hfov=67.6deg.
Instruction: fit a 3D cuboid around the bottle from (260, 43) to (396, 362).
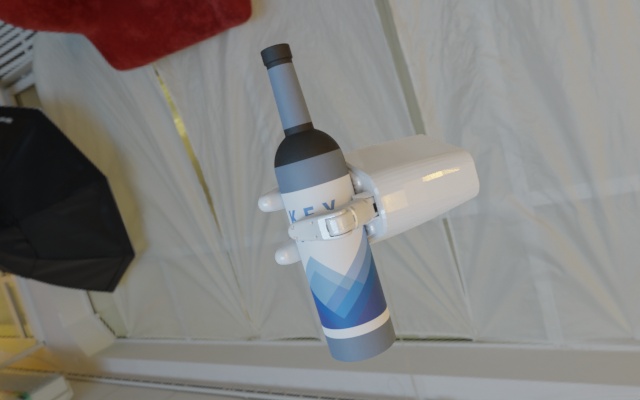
[{"bbox_3d":[0.000,0.002,0.451,0.069,0.296,0.069,-16,7,2],"label":"bottle"}]
